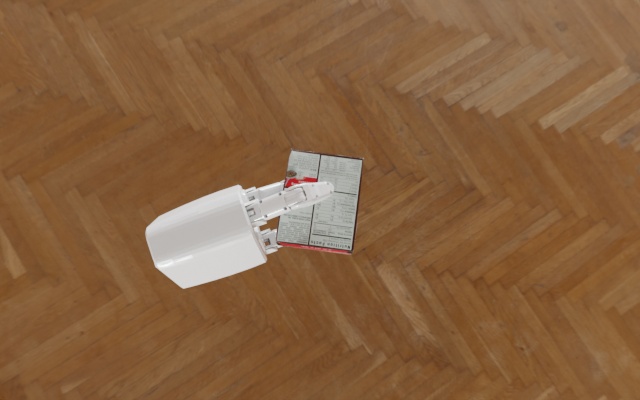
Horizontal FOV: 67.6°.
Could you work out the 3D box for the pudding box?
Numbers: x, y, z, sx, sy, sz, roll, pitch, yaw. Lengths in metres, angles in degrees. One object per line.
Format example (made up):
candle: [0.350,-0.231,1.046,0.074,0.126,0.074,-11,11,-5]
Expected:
pudding box: [0.000,0.002,0.553,0.090,0.113,0.039,8,-8,0]
